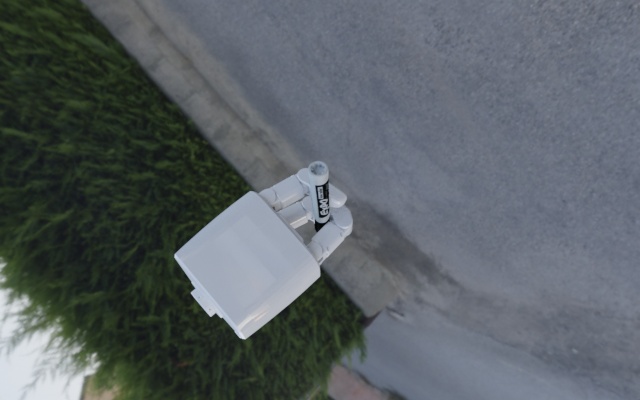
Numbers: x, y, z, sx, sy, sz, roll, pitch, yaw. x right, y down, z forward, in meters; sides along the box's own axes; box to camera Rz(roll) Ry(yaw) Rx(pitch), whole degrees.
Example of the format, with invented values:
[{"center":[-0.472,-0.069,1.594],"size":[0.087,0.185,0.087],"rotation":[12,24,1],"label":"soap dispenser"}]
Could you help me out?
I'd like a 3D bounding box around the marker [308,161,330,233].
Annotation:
[{"center":[0.000,0.002,0.496],"size":[0.020,0.020,0.121],"rotation":[0,-31,3],"label":"marker"}]
